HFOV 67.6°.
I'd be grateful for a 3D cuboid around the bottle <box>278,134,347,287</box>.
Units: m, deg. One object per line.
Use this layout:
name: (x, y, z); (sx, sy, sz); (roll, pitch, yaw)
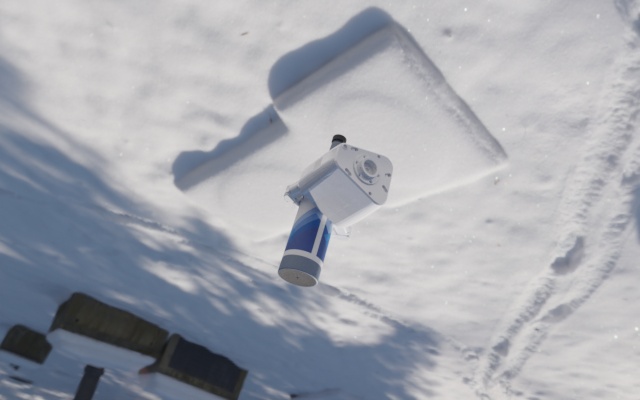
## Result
bottle: (0.000, 0.003, 0.832); (0.069, 0.295, 0.069); (12, -32, 8)
